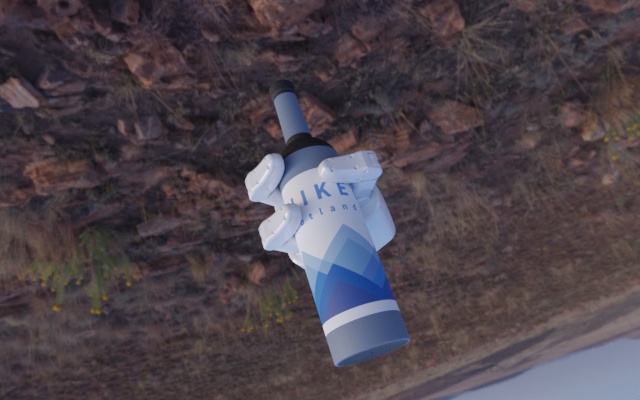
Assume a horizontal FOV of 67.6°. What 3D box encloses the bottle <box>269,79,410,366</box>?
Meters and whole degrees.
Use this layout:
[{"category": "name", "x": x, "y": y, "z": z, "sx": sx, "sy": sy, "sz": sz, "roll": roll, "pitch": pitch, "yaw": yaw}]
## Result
[{"category": "bottle", "x": 0.000, "y": 0.002, "z": 0.459, "sx": 0.069, "sy": 0.295, "sz": 0.069, "roll": -15, "pitch": -26, "yaw": -8}]
